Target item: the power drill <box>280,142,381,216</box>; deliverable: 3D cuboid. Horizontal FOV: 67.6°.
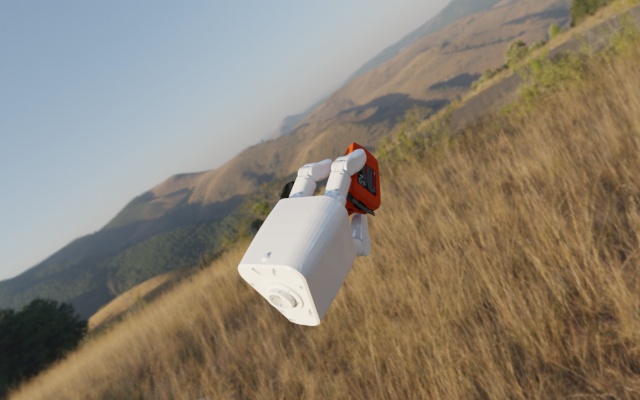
[{"bbox_3d":[0.000,0.002,0.680,0.057,0.184,0.188,33,-53,-26],"label":"power drill"}]
